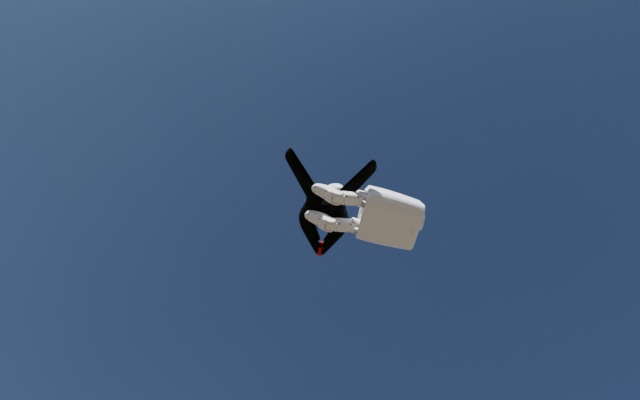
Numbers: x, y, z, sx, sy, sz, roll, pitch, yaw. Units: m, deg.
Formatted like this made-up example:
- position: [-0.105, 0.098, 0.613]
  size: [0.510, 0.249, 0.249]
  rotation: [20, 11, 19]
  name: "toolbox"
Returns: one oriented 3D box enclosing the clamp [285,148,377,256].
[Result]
- position: [0.000, 0.003, 0.889]
  size: [0.164, 0.210, 0.036]
  rotation: [15, 24, 3]
  name: "clamp"
